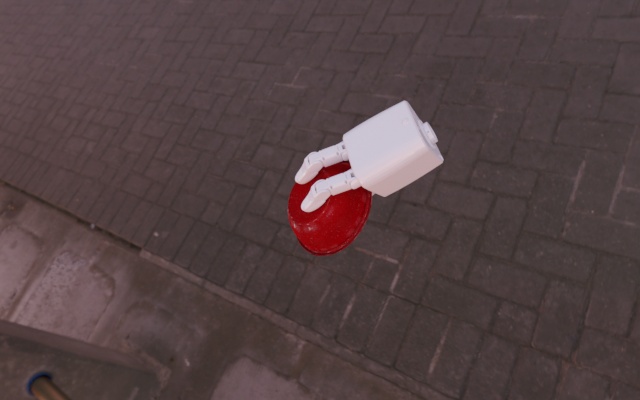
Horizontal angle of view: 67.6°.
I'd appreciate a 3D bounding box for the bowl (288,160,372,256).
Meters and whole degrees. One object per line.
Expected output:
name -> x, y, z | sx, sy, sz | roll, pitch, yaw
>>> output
bowl -> -0.001, 0.003, 0.748 | 0.162, 0.162, 0.055 | 0, -19, 44
